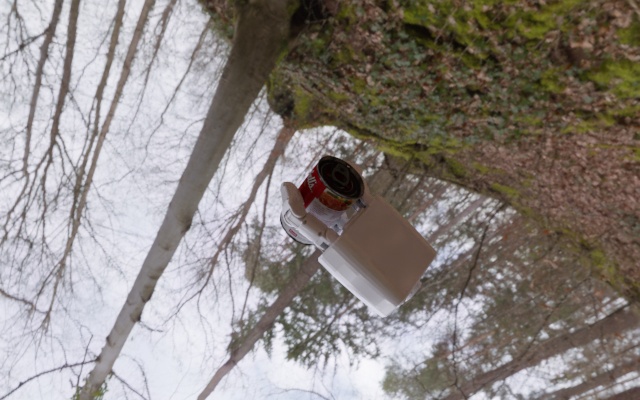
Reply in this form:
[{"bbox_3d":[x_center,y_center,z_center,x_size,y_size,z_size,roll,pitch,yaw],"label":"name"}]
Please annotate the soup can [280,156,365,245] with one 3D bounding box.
[{"bbox_3d":[0.000,0.002,0.608,0.068,0.068,0.102,0,-38,-40],"label":"soup can"}]
